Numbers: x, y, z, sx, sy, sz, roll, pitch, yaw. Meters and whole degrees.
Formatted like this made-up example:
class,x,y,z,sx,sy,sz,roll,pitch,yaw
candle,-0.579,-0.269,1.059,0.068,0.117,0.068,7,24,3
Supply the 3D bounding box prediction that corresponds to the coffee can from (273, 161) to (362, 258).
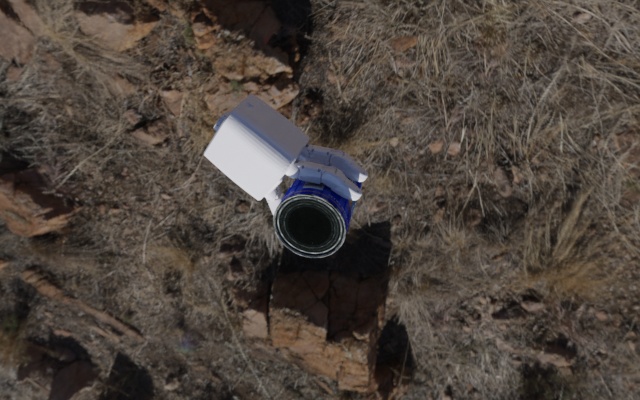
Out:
class,x,y,z,sx,sy,sz,roll,pitch,yaw
coffee can,0.000,0.002,0.703,0.103,0.103,0.140,0,29,15
